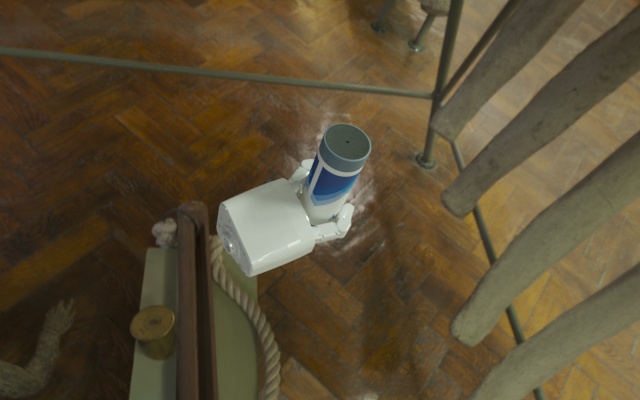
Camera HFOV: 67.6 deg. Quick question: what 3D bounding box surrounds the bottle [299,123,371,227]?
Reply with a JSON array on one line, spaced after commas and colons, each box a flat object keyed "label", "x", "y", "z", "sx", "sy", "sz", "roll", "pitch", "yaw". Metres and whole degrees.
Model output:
[{"label": "bottle", "x": 0.000, "y": 0.002, "z": 0.751, "sx": 0.069, "sy": 0.069, "sz": 0.296, "roll": 0, "pitch": -33, "yaw": -17}]
